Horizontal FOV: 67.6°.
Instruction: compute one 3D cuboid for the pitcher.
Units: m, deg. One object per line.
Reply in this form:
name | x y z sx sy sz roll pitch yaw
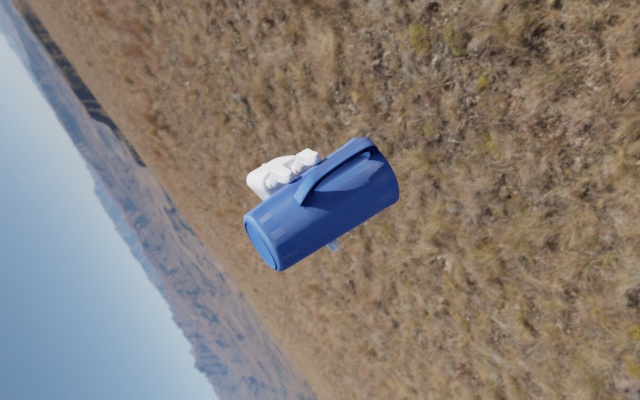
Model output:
pitcher | 0.000 0.003 0.778 0.243 0.149 0.145 -33 20 -19
